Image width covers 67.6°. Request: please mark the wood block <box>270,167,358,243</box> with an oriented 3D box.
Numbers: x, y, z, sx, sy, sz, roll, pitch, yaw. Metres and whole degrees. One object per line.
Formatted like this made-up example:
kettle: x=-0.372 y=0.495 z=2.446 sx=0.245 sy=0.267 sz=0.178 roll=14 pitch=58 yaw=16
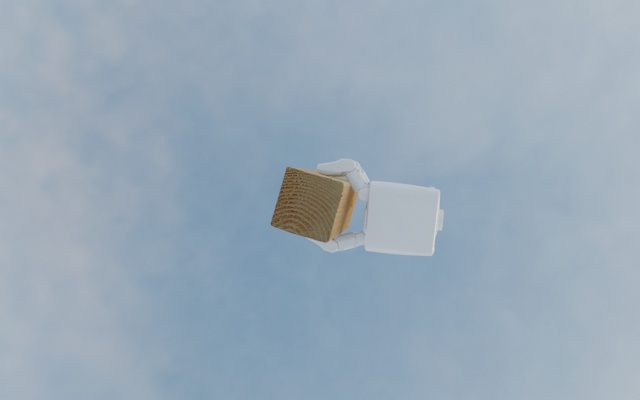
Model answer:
wood block: x=0.000 y=0.003 z=0.769 sx=0.090 sy=0.091 sz=0.206 roll=16 pitch=5 yaw=10
